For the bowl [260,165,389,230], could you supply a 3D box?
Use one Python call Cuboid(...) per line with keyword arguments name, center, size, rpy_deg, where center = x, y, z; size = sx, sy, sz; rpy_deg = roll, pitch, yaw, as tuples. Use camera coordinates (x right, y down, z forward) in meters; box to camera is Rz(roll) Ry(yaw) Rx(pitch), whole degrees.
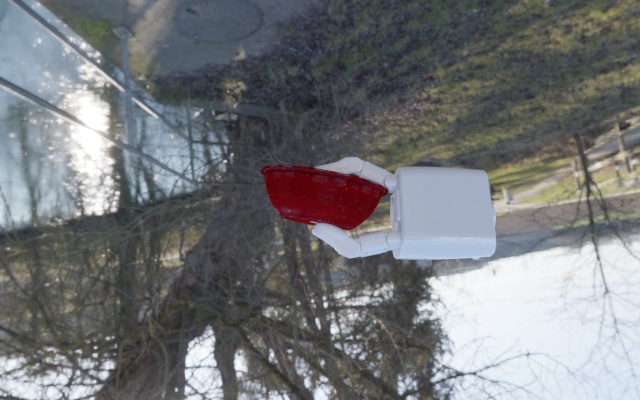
Cuboid(name="bowl", center=(-0.001, 0.002, 0.592), size=(0.162, 0.055, 0.162), rpy_deg=(10, -7, 1))
